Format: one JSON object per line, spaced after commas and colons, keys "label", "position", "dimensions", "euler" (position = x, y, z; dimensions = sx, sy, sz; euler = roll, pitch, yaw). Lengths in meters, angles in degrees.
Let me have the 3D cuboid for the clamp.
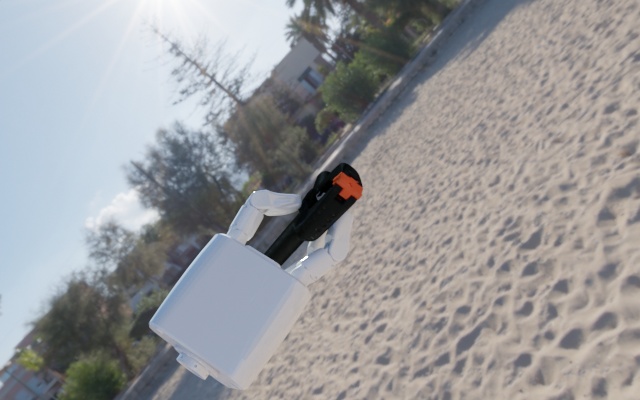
{"label": "clamp", "position": [0.000, 0.001, 0.539], "dimensions": [0.036, 0.164, 0.210], "euler": [36, -28, -7]}
